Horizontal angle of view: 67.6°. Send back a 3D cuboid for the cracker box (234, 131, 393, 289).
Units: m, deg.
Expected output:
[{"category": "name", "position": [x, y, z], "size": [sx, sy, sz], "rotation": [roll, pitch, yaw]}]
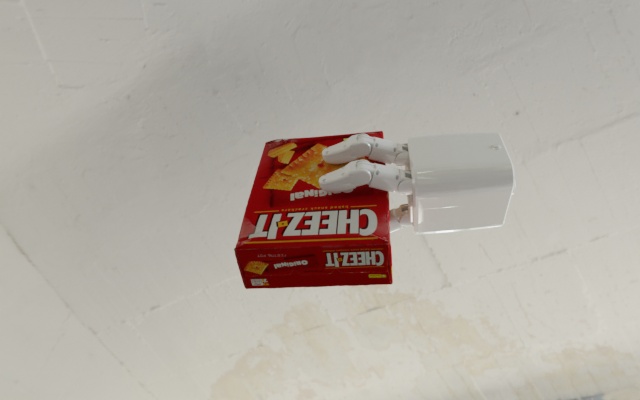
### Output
[{"category": "cracker box", "position": [0.000, 0.002, 0.577], "size": [0.164, 0.072, 0.213], "rotation": [-4, 38, 8]}]
